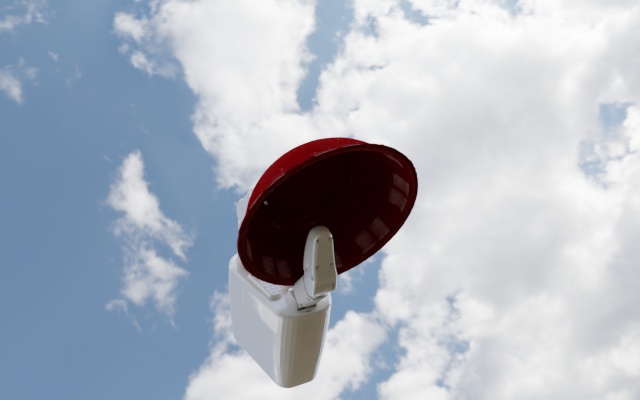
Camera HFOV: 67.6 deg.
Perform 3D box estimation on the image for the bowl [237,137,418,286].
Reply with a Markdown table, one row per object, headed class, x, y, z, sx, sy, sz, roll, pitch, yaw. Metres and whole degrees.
| class | x | y | z | sx | sy | sz | roll | pitch | yaw |
| --- | --- | --- | --- | --- | --- | --- | --- | --- | --- |
| bowl | 0.000 | 0.000 | 0.408 | 0.162 | 0.162 | 0.055 | 0 | 43 | -32 |
